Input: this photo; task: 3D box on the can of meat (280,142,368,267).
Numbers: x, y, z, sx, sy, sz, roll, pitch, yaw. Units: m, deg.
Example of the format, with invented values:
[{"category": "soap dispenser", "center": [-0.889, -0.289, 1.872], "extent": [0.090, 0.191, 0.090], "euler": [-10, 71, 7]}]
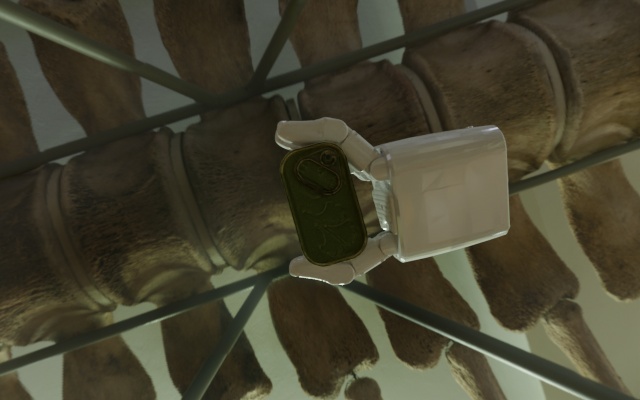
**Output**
[{"category": "can of meat", "center": [0.000, 0.002, 0.437], "extent": [0.057, 0.102, 0.084], "euler": [-16, 4, -3]}]
